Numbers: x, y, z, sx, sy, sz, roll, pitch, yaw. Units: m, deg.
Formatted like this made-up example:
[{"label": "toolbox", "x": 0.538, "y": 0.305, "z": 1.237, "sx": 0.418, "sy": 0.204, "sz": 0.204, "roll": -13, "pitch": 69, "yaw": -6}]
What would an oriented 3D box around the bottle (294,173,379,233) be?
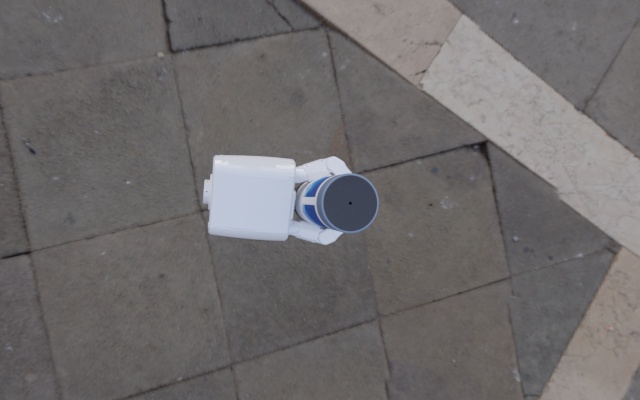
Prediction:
[{"label": "bottle", "x": 0.000, "y": 0.002, "z": 0.667, "sx": 0.069, "sy": 0.069, "sz": 0.295, "roll": 0, "pitch": 0, "yaw": -13}]
